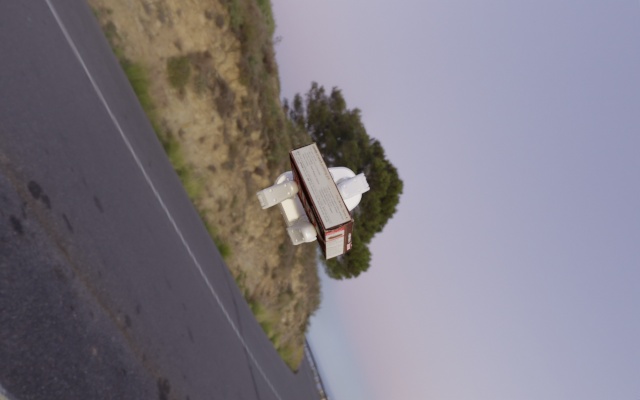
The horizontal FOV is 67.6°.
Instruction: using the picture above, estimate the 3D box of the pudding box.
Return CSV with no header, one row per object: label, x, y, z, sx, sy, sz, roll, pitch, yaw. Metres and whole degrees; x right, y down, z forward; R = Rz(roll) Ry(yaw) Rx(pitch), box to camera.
pudding box,0.000,0.002,0.564,0.039,0.113,0.090,-23,-25,-9
